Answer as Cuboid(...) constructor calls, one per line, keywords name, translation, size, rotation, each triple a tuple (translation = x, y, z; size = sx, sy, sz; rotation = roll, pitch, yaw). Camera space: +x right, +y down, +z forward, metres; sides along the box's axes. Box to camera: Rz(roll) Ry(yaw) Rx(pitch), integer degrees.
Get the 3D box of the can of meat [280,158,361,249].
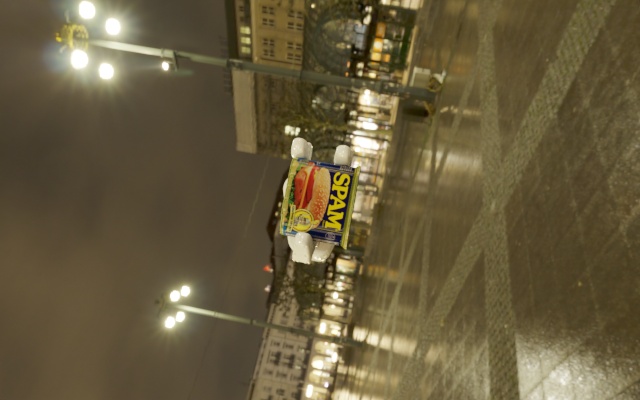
Cuboid(name="can of meat", translation=(0.000, 0.002, 0.589), size=(0.084, 0.102, 0.057), rotation=(10, -9, 5))
